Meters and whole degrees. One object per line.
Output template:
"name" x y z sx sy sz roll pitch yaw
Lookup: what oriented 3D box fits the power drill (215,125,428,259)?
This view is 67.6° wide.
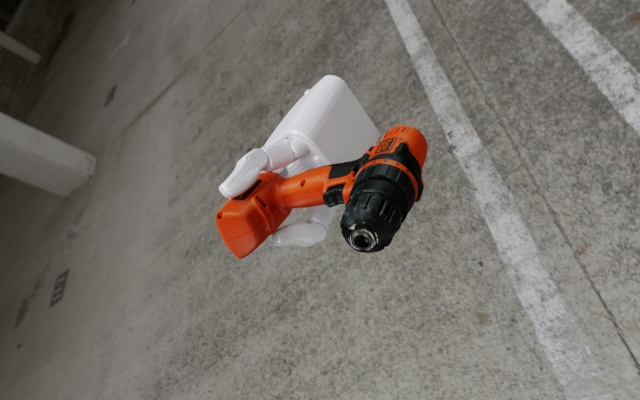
"power drill" 0.000 0.001 0.434 0.187 0.057 0.184 -13 20 27
